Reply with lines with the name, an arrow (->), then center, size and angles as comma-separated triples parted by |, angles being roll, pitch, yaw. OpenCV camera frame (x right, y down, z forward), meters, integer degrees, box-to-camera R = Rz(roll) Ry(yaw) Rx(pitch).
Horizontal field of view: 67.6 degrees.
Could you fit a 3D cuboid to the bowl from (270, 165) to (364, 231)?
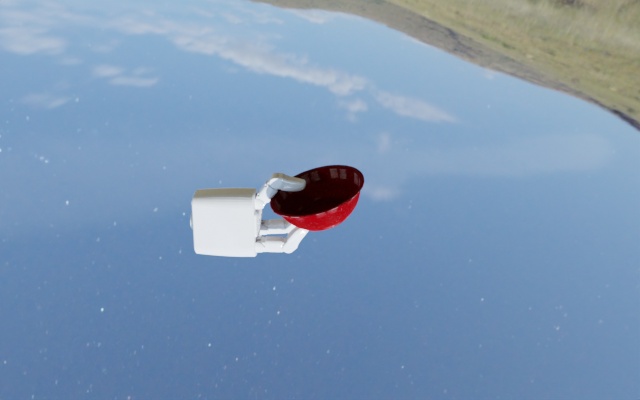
bowl -> 0.001, 0.003, 0.797 | 0.162, 0.055, 0.162 | -14, 29, 8
